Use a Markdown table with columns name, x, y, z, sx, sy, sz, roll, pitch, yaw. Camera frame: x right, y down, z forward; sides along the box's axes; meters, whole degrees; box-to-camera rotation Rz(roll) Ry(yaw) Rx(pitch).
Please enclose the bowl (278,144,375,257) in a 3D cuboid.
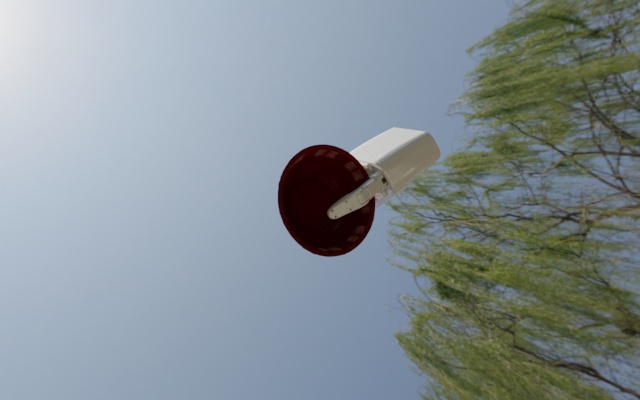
| name | x | y | z | sx | sy | sz | roll | pitch | yaw |
| --- | --- | --- | --- | --- | --- | --- | --- | --- | --- |
| bowl | -0.001 | 0.003 | 0.699 | 0.162 | 0.162 | 0.055 | 0 | -7 | -31 |
